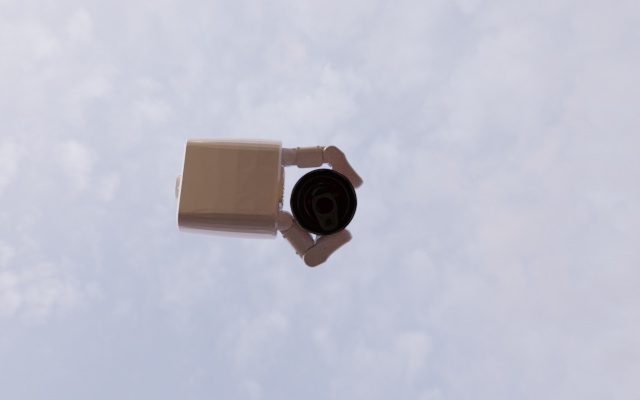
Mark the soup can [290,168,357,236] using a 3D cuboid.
[{"bbox_3d":[0.001,0.002,0.526,0.068,0.068,0.102,0,0,-4],"label":"soup can"}]
